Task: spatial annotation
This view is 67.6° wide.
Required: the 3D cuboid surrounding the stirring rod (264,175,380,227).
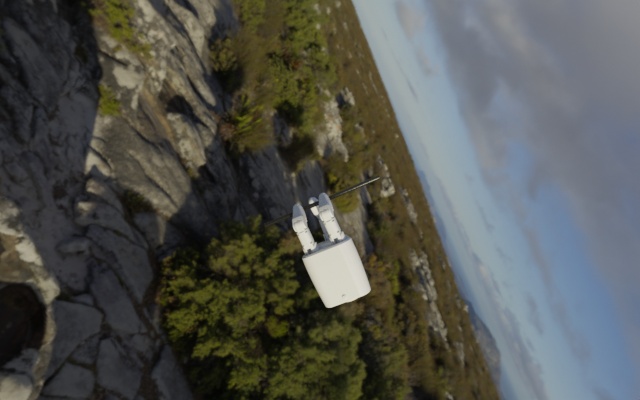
[{"bbox_3d":[0.000,0.003,0.900,0.239,0.011,0.011,-23,-6,14],"label":"stirring rod"}]
